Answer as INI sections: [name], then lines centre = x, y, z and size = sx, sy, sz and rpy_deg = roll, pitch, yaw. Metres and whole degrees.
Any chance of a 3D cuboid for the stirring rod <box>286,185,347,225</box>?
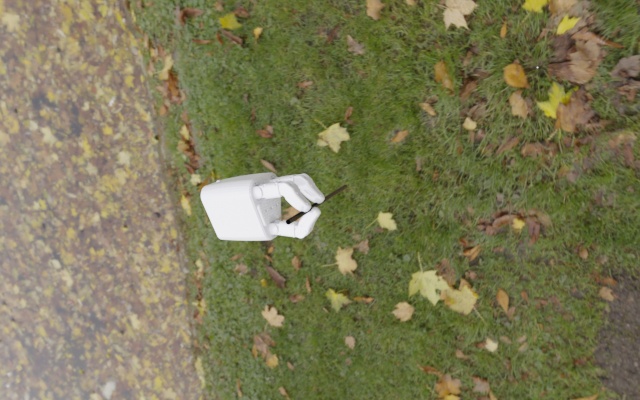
[stirring rod]
centre = 0.000, 0.003, 0.814
size = 0.011, 0.011, 0.239
rpy_deg = 0, 14, 24
